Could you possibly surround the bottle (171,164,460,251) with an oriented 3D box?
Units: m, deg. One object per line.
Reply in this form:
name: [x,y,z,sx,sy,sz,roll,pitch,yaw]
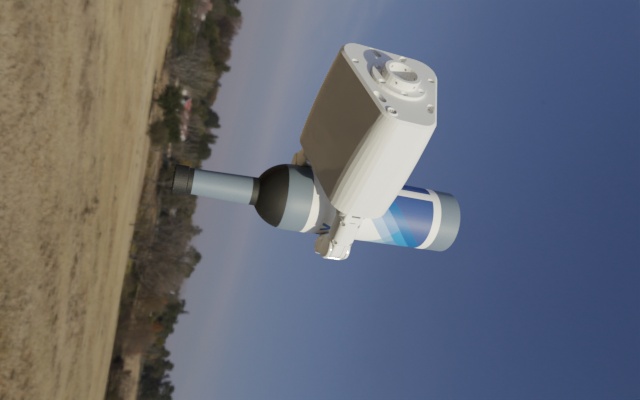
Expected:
bottle: [0.000,0.002,0.494,0.296,0.069,0.069,9,-3,-18]
